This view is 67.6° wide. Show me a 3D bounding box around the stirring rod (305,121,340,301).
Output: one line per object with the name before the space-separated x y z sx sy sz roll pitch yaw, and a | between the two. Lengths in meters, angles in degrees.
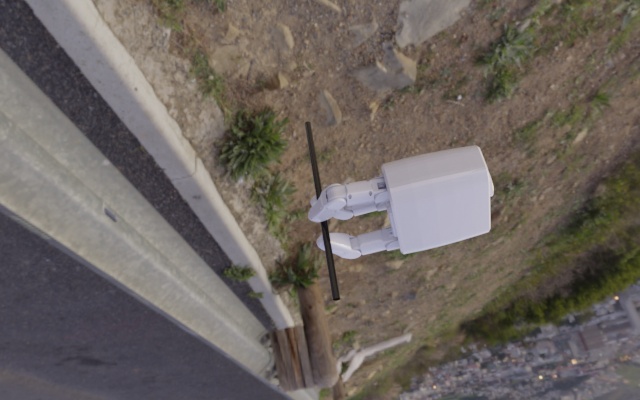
stirring rod | 0.000 0.002 0.563 0.011 0.239 0.011 -7 -30 -4
